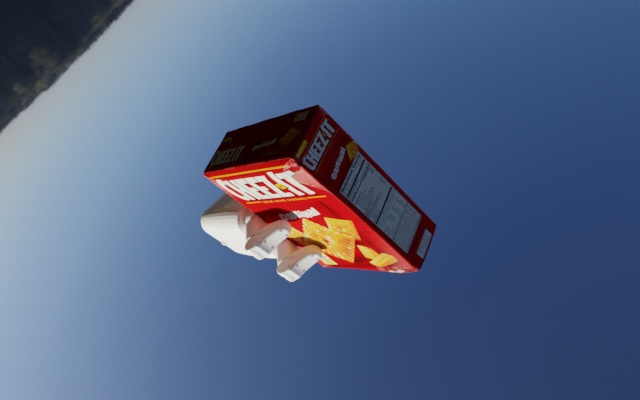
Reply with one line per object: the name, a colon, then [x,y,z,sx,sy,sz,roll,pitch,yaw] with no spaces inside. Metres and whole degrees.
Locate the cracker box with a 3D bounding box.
cracker box: [0.000,0.002,0.536,0.164,0.072,0.214,-5,-37,48]
